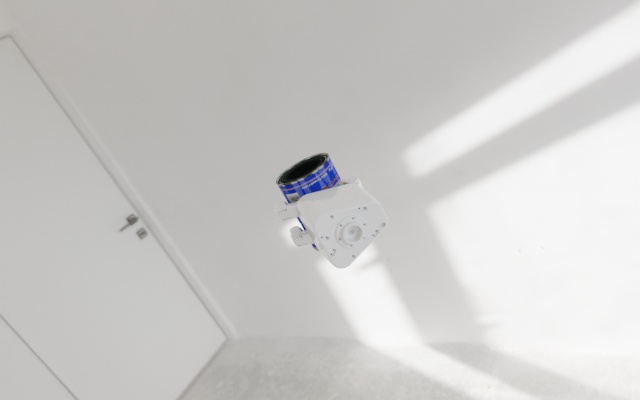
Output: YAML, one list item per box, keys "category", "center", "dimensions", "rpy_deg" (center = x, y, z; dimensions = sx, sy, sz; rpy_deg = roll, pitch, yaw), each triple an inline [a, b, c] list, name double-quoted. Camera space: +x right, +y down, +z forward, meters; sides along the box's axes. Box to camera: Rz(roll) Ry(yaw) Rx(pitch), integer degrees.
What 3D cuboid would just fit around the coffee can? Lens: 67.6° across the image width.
- category: "coffee can"
  center: [0.000, 0.003, 0.835]
  dimensions: [0.103, 0.140, 0.102]
  rpy_deg: [-25, 20, 10]
